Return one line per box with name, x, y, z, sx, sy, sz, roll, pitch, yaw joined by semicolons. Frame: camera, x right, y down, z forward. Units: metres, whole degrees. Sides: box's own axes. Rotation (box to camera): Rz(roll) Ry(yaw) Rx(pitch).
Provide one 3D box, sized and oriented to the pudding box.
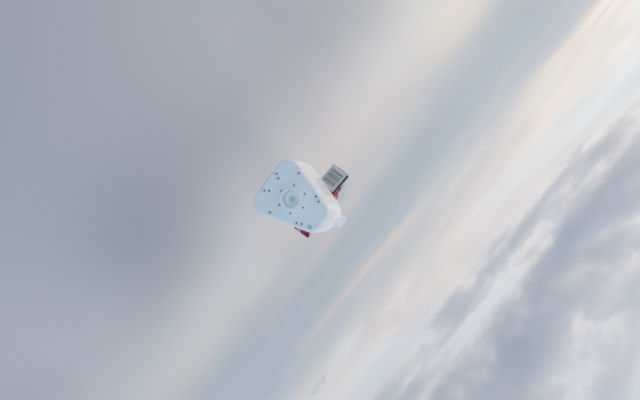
pudding box;0.000;0.003;0.850;0.039;0.113;0.090;38;-23;12
